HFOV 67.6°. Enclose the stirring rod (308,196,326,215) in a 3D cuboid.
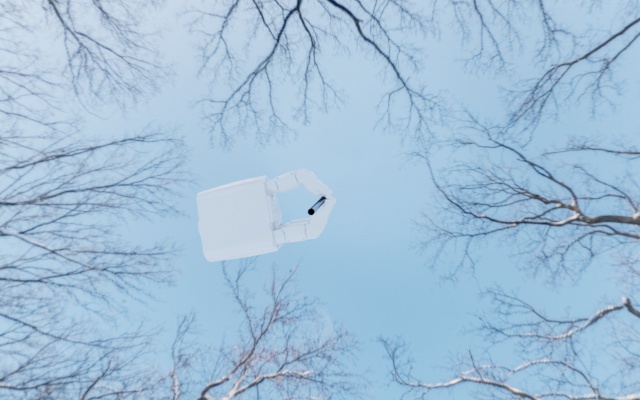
[{"bbox_3d":[0.000,0.002,0.646,0.011,0.011,0.239,0,5,5],"label":"stirring rod"}]
